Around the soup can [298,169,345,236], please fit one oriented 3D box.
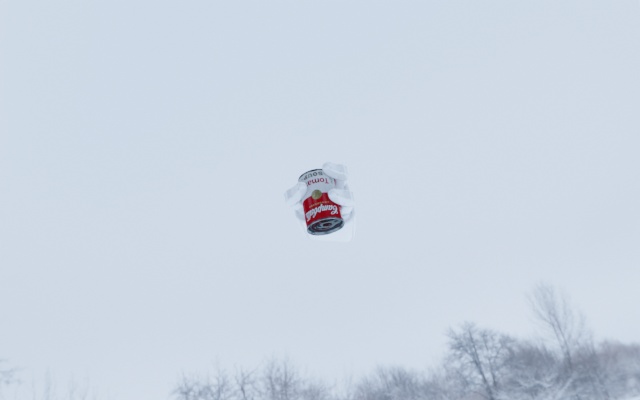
[{"bbox_3d":[0.000,0.002,0.856,0.068,0.102,0.068,-10,-26,-5],"label":"soup can"}]
